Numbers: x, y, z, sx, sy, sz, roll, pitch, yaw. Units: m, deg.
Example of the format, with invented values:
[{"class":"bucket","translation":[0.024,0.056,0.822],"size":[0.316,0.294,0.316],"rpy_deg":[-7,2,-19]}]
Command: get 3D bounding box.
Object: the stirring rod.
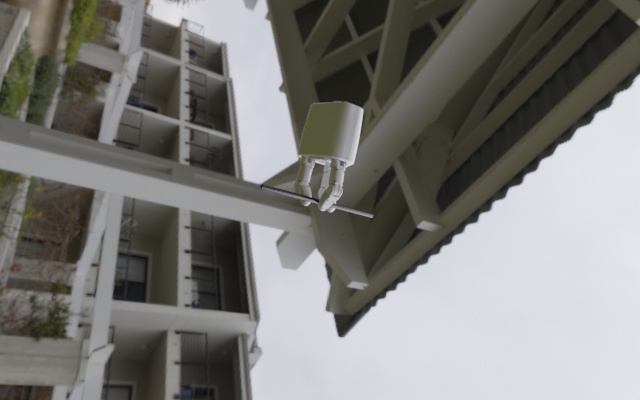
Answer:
[{"class":"stirring rod","translation":[0.000,0.003,0.884],"size":[0.239,0.011,0.011],"rpy_deg":[15,-7,-29]}]
